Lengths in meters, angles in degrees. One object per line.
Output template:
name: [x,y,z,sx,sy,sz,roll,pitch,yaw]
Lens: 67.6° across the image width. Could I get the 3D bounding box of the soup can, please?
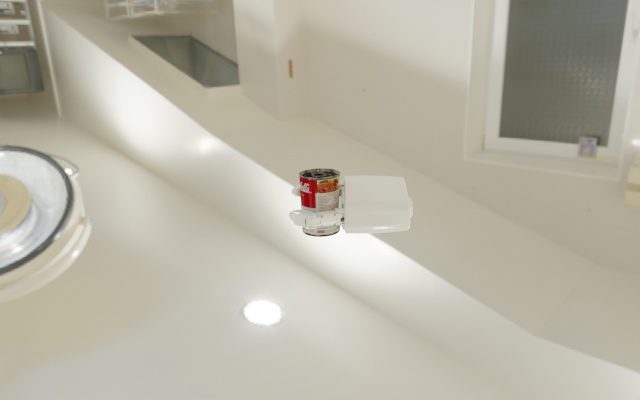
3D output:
soup can: [0.000,0.003,0.804,0.068,0.102,0.068,-2,17,1]
